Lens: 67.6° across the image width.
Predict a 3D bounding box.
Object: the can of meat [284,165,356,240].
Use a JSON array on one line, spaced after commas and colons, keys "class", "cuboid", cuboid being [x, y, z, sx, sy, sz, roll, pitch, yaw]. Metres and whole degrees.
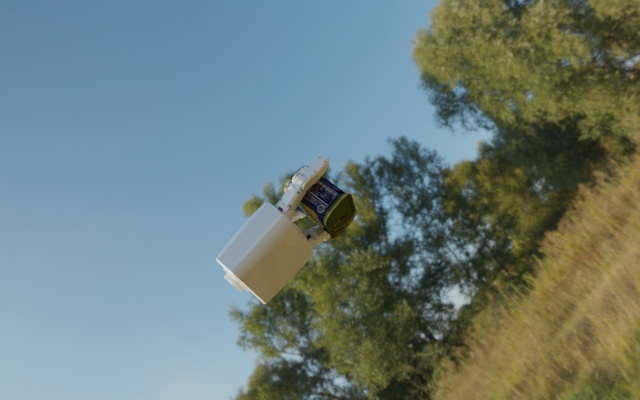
[{"class": "can of meat", "cuboid": [0.000, 0.002, 0.705, 0.084, 0.057, 0.102, 37, -11, 21]}]
